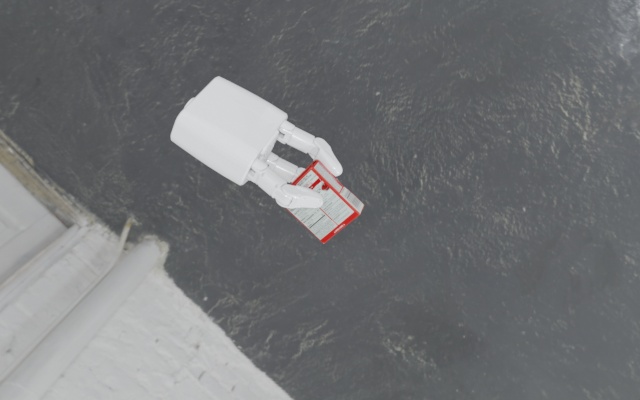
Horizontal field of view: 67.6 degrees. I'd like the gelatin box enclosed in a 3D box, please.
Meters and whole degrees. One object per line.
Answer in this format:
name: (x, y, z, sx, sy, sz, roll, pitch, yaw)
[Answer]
gelatin box: (0.000, 0.002, 0.623, 0.073, 0.089, 0.030, -42, 7, 32)
